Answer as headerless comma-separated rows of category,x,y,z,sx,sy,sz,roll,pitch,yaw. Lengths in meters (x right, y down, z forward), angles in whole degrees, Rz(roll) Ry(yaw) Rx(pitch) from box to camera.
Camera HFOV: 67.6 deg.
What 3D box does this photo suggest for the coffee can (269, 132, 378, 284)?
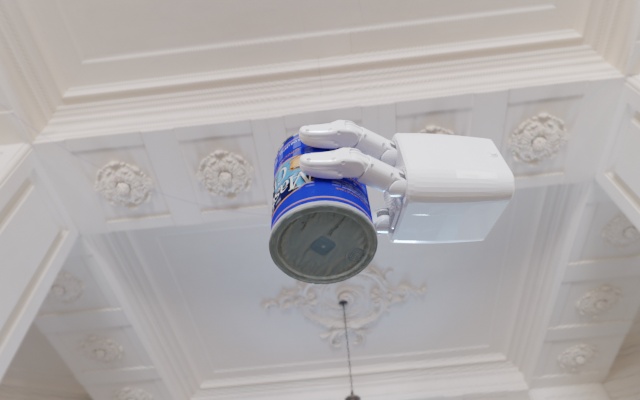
coffee can,0.000,0.002,0.503,0.103,0.103,0.140,0,38,-3
